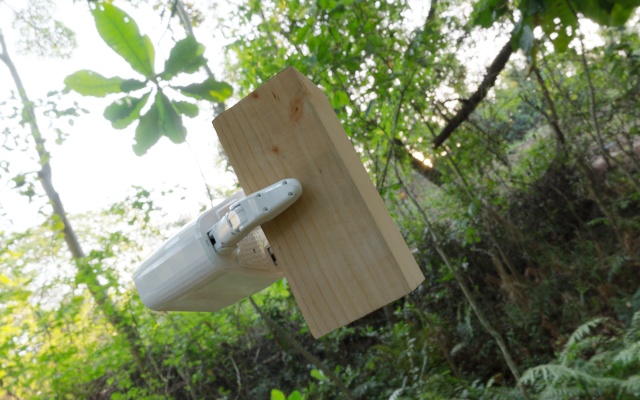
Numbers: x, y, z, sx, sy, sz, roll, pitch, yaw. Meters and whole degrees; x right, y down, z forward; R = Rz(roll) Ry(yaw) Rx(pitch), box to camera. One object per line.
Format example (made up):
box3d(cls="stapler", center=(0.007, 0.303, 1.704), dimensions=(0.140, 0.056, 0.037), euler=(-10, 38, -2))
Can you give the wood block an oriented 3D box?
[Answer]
box3d(cls="wood block", center=(0.000, 0.001, 0.424), dimensions=(0.090, 0.206, 0.091), euler=(-31, -11, 16))
